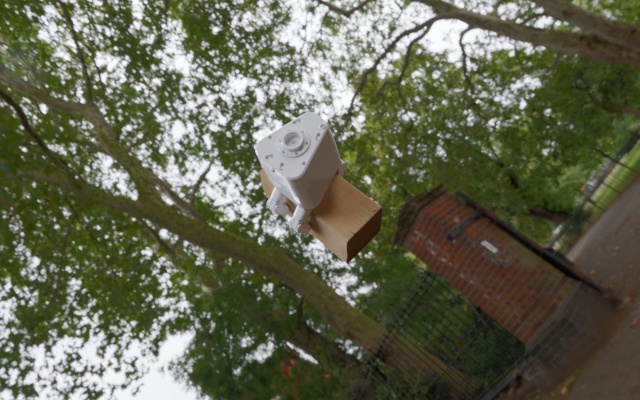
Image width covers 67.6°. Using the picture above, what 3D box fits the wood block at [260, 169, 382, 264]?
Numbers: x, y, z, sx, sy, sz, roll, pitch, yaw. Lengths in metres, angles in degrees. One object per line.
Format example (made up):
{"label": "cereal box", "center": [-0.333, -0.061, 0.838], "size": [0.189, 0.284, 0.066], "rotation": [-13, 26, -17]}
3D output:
{"label": "wood block", "center": [0.000, 0.002, 0.842], "size": [0.206, 0.091, 0.090], "rotation": [38, -22, 23]}
